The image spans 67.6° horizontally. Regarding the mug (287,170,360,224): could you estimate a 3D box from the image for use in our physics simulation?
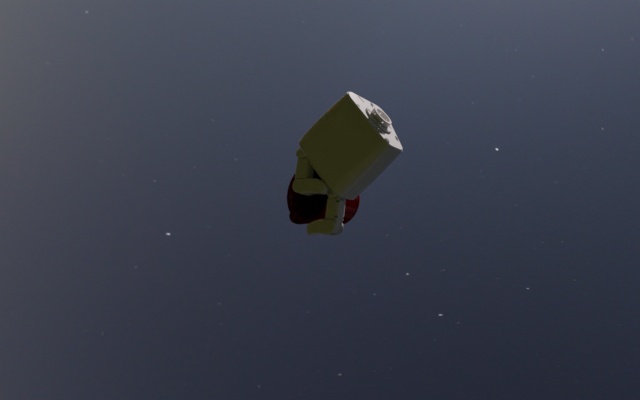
[{"bbox_3d":[-0.001,0.003,0.760,0.081,0.093,0.117,13,-47,-46],"label":"mug"}]
